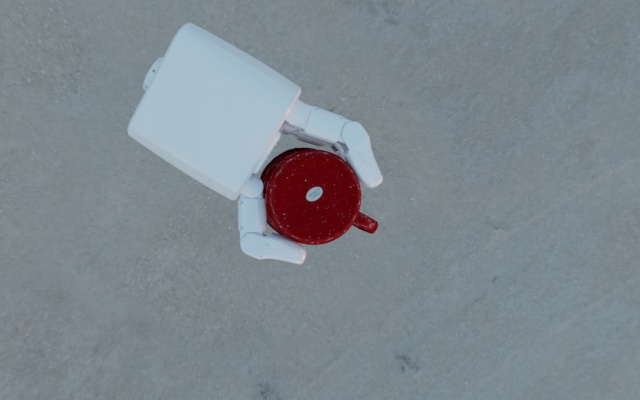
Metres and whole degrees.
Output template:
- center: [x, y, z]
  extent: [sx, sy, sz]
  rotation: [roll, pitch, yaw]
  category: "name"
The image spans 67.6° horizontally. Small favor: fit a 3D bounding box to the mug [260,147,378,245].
- center: [0.001, 0.002, 0.438]
  extent: [0.117, 0.093, 0.081]
  rotation: [29, -2, -9]
  category: "mug"
